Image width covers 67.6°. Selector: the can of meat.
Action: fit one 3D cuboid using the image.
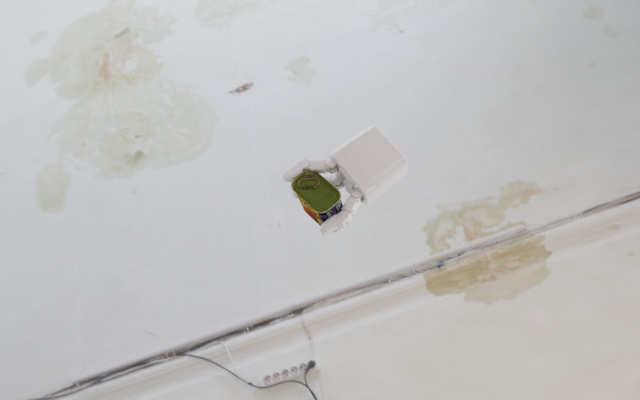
[{"bbox_3d":[0.000,0.003,0.892,0.102,0.057,0.084,42,-14,33],"label":"can of meat"}]
